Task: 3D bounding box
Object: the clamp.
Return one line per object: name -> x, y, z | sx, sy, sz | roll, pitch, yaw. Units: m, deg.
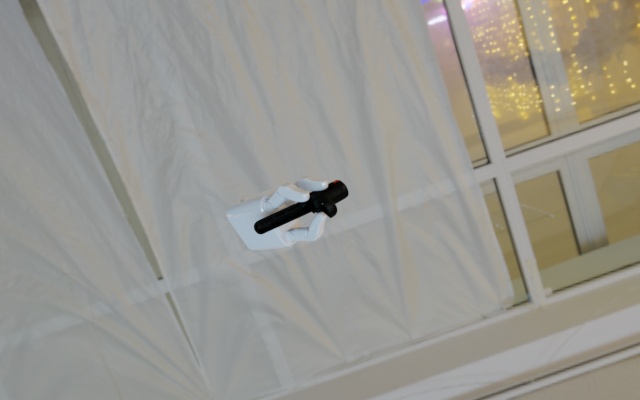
clamp -> 0.001, 0.003, 0.861 | 0.164, 0.036, 0.210 | -12, 13, 38
